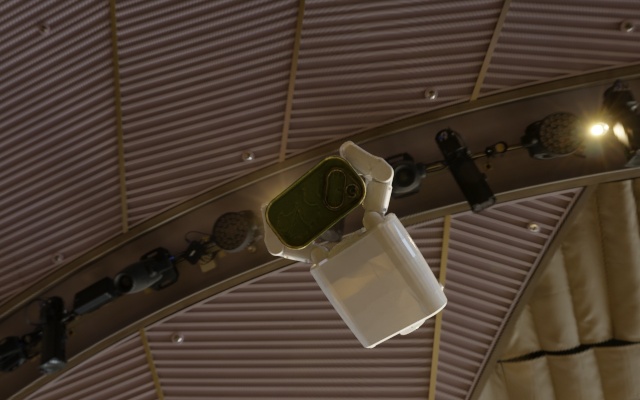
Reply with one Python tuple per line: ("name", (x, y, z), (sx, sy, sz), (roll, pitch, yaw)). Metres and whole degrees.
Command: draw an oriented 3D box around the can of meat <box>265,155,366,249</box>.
("can of meat", (0.000, 0.002, 0.508), (0.102, 0.057, 0.084), (-39, -5, 7))
